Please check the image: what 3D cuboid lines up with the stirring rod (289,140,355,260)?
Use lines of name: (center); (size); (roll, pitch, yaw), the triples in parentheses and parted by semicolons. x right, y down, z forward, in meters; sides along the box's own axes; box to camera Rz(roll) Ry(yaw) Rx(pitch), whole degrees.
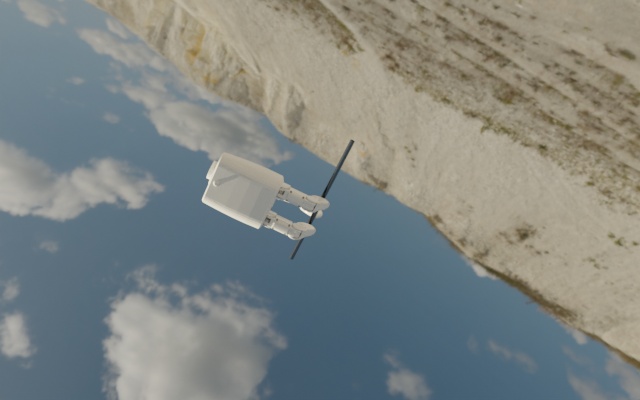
stirring rod: (0.000, 0.003, 0.823); (0.011, 0.239, 0.011); (25, 18, -9)
